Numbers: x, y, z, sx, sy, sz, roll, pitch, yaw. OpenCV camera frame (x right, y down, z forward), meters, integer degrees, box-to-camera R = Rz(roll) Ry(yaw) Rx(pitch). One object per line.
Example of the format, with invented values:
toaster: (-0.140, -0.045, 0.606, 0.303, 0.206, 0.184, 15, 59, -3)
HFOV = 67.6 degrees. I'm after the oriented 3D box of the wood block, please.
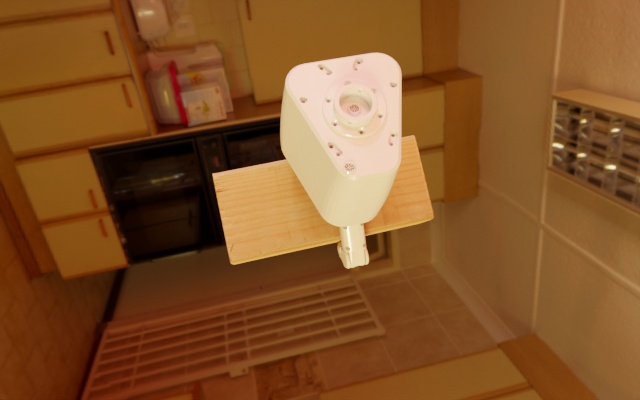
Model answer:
wood block: (0.000, 0.002, 0.508, 0.206, 0.091, 0.090, -11, -6, -8)
